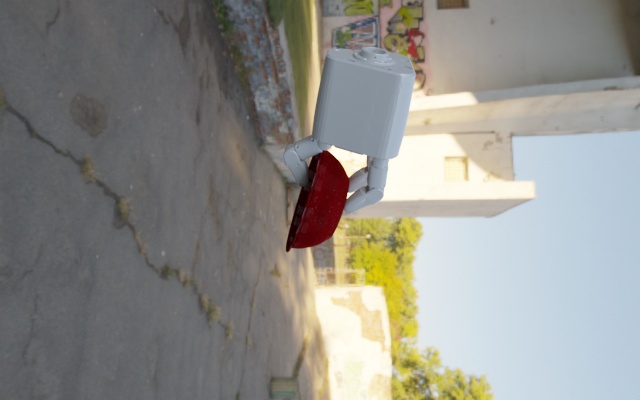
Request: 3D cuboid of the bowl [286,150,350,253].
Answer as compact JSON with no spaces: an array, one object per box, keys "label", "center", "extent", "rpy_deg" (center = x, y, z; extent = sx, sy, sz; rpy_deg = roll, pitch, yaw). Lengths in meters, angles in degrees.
[{"label":"bowl","center":[0.000,0.003,0.671],"extent":[0.055,0.162,0.162],"rpy_deg":[18,-2,-7]}]
